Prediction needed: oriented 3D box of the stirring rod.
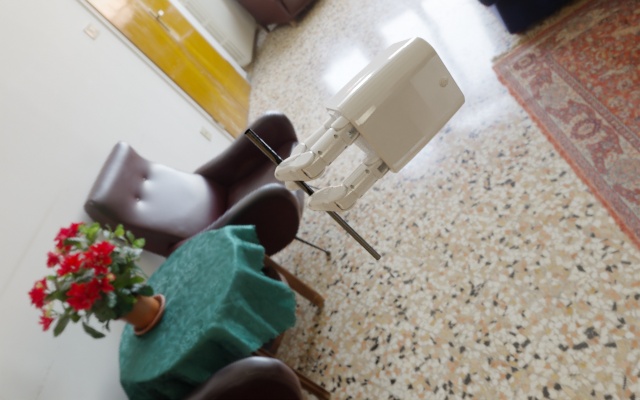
[{"bbox_3d":[0.000,0.002,0.541,0.011,0.011,0.240,0,-36,49],"label":"stirring rod"}]
